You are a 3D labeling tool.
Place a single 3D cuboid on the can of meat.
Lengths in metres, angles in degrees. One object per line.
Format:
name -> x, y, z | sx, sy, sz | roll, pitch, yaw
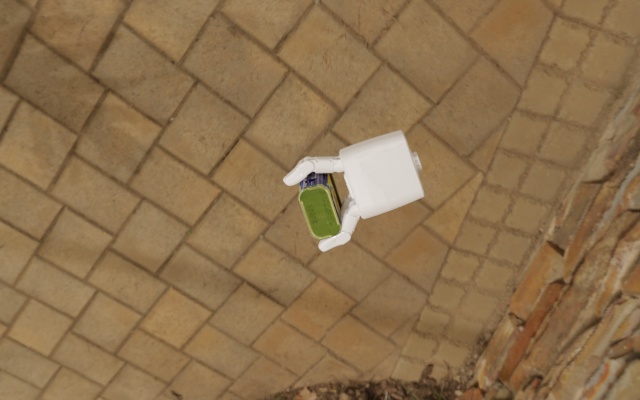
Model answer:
can of meat -> 0.000, 0.003, 0.791 | 0.057, 0.102, 0.084 | -15, 25, 8
